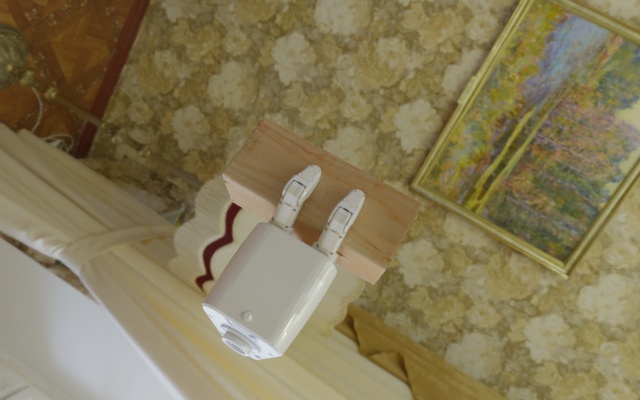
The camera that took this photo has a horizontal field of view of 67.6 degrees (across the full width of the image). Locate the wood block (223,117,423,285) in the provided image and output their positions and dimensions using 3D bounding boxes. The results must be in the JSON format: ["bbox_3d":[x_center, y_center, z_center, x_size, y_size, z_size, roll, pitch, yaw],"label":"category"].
[{"bbox_3d":[0.000,0.002,0.563,0.206,0.090,0.091,30,-19,8],"label":"wood block"}]
